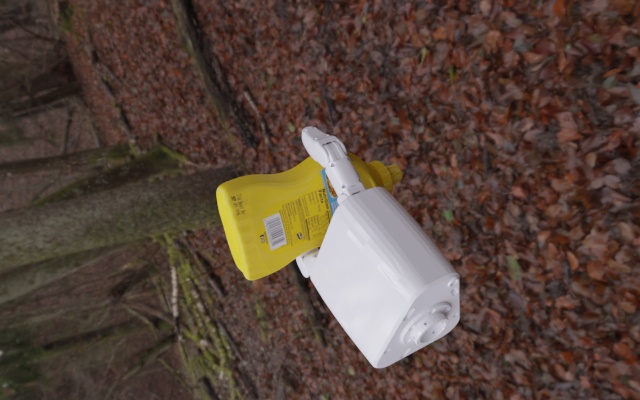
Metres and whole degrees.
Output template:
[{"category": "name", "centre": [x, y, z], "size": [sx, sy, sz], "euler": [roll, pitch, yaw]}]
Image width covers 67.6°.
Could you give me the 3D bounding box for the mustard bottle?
[{"category": "mustard bottle", "centre": [0.000, 0.001, 0.476], "size": [0.191, 0.096, 0.058], "euler": [-20, 25, -21]}]
